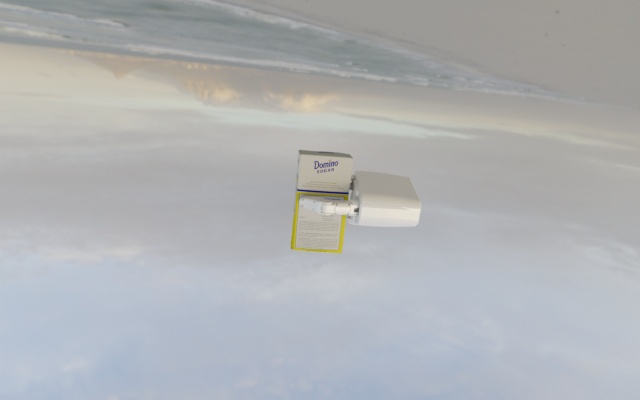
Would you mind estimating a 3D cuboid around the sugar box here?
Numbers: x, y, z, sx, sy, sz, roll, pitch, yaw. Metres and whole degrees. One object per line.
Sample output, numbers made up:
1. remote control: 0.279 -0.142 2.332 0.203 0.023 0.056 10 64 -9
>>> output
1. sugar box: 0.000 0.003 0.838 0.093 0.176 0.048 4 15 -7
